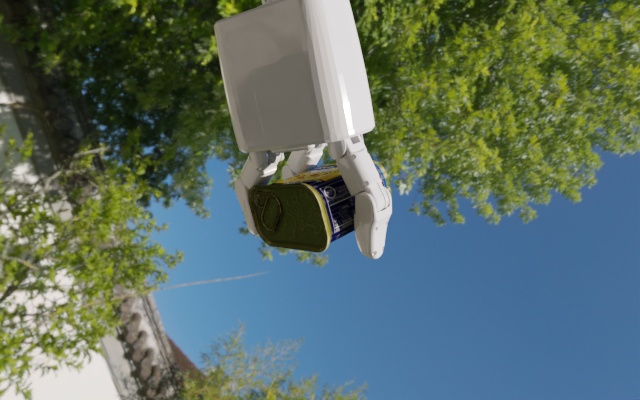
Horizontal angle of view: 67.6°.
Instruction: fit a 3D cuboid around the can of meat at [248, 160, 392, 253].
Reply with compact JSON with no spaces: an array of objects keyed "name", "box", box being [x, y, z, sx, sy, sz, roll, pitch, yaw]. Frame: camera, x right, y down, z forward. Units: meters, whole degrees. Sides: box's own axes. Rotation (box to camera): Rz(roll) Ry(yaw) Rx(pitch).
[{"name":"can of meat","box":[0.000,0.001,0.422,0.084,0.057,0.102,-23,14,-37]}]
